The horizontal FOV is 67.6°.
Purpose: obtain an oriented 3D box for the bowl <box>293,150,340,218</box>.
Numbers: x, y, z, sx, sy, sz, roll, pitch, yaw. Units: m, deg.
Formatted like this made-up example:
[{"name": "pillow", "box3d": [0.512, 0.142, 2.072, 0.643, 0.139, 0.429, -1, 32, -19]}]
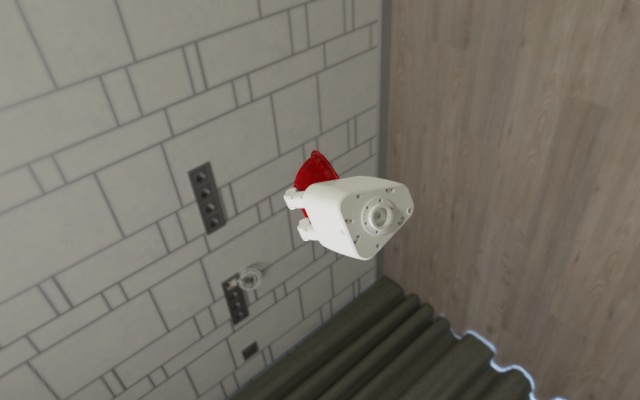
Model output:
[{"name": "bowl", "box3d": [-0.001, 0.003, 0.773, 0.055, 0.162, 0.162, -26, 5, -10]}]
